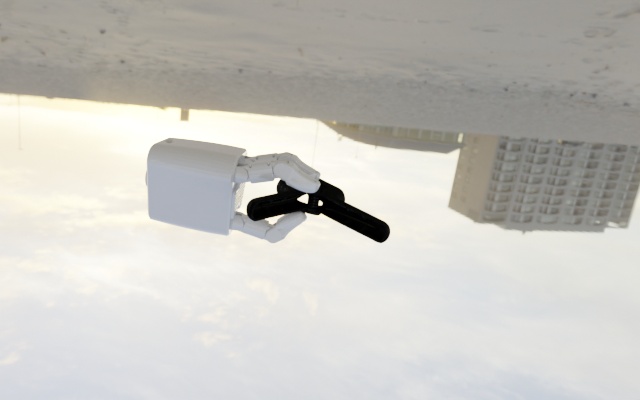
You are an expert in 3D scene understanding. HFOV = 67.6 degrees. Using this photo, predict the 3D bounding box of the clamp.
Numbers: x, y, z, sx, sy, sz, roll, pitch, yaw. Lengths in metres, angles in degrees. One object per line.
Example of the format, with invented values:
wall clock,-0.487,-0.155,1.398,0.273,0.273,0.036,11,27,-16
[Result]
clamp,0.000,0.003,0.617,0.164,0.036,0.210,13,14,-3
